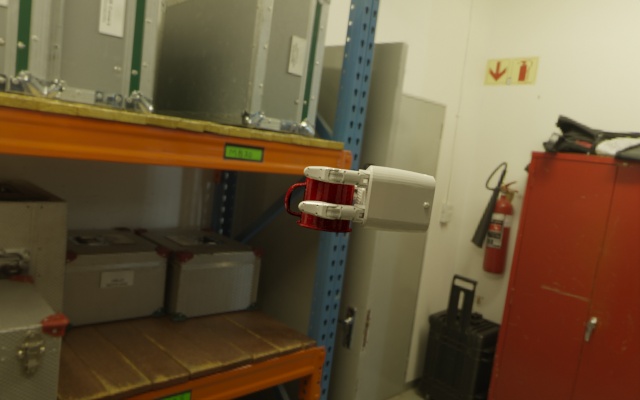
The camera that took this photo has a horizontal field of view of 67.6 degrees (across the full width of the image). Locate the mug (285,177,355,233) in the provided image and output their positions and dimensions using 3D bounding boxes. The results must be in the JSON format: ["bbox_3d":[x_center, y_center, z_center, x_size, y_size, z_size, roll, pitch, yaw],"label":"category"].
[{"bbox_3d":[-0.001,0.002,0.785,0.117,0.081,0.093,7,5,-8],"label":"mug"}]
